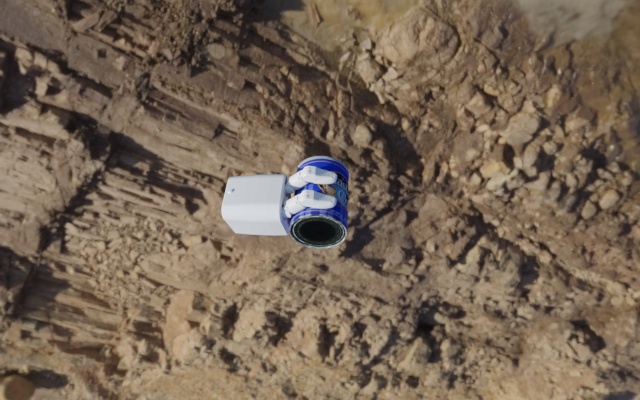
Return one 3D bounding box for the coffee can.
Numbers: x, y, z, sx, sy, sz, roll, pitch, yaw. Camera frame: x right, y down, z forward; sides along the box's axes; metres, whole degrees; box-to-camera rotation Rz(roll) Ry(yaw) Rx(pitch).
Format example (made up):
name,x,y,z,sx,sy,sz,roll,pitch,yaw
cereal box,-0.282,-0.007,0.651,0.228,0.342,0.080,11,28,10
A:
name,x,y,z,sx,sy,sz,roll,pitch,yaw
coffee can,0.000,0.003,0.881,0.103,0.140,0.103,3,-39,2
